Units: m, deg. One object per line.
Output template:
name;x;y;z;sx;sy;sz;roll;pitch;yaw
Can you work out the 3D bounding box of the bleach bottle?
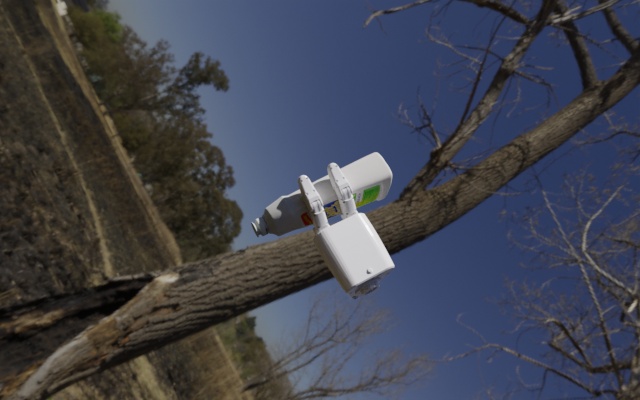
bleach bottle;0.000;0.003;0.830;0.251;0.068;0.103;-25;-23;-16
